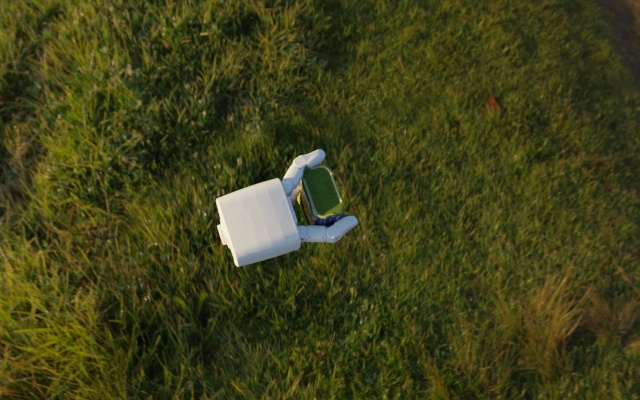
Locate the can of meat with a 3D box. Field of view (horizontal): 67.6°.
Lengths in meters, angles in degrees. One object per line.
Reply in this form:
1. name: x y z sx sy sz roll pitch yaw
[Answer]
1. can of meat: 0.000 0.003 0.805 0.057 0.102 0.084 -14 -26 -12
